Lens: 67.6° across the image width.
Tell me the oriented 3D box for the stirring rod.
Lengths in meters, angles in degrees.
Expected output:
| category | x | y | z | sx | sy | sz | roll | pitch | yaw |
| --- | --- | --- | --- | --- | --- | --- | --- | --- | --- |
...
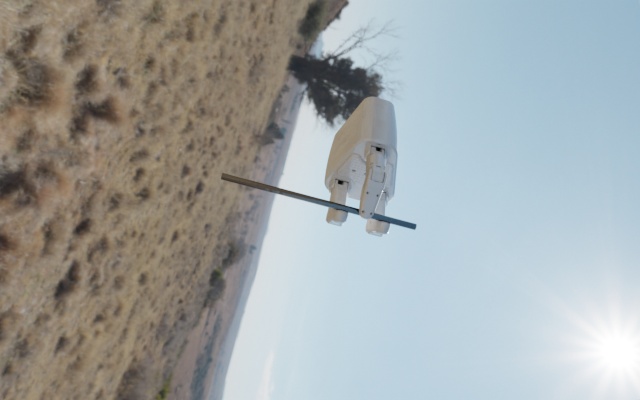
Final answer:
| category | x | y | z | sx | sy | sz | roll | pitch | yaw |
| --- | --- | --- | --- | --- | --- | --- | --- | --- | --- |
| stirring rod | 0.000 | 0.002 | 0.571 | 0.239 | 0.011 | 0.011 | 15 | -2 | -6 |
